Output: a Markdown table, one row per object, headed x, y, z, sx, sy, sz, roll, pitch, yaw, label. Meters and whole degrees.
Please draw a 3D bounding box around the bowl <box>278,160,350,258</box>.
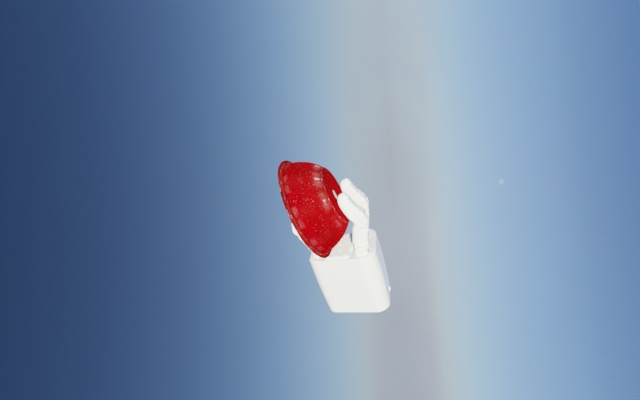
| x | y | z | sx | sy | sz | roll | pitch | yaw | label |
| --- | --- | --- | --- | --- | --- | --- | --- | --- | --- |
| 0.000 | 0.001 | 0.721 | 0.055 | 0.162 | 0.162 | -25 | -8 | 17 | bowl |
